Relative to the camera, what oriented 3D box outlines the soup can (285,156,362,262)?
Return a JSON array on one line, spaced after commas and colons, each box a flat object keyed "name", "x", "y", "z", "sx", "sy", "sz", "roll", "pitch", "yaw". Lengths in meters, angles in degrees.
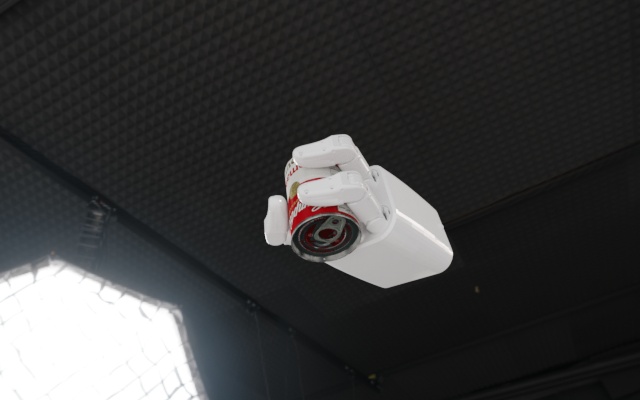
[{"name": "soup can", "x": 0.000, "y": 0.001, "z": 0.485, "sx": 0.068, "sy": 0.069, "sz": 0.102, "roll": -5, "pitch": 45, "yaw": -5}]
